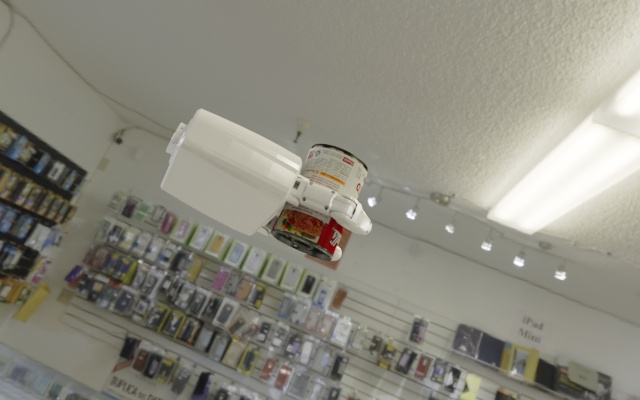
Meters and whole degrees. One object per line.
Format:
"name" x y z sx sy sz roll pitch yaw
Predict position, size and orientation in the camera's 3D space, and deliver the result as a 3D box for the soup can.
"soup can" 0.001 0.002 0.491 0.068 0.102 0.068 22 -15 6
